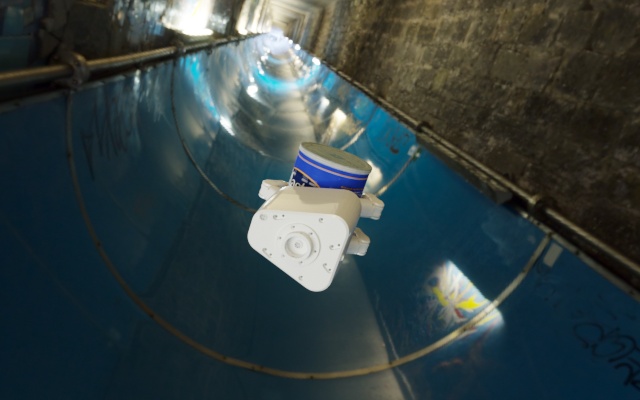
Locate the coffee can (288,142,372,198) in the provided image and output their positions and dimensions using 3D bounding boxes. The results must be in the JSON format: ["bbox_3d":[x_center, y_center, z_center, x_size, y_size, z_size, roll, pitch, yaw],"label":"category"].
[{"bbox_3d":[0.000,0.002,0.662,0.103,0.140,0.102,18,17,-5],"label":"coffee can"}]
